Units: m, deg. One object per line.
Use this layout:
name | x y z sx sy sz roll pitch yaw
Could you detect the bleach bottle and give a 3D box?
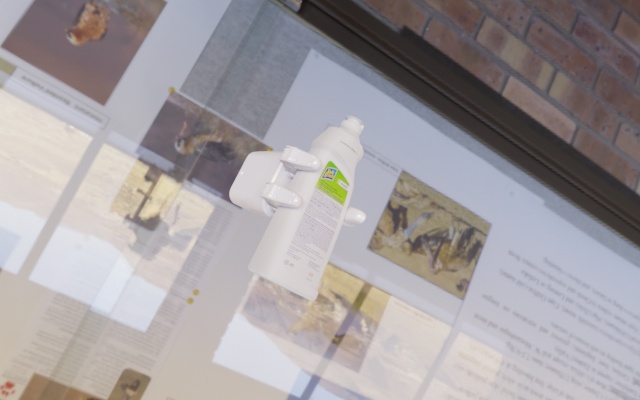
bleach bottle | 0.000 0.002 0.655 0.103 0.250 0.068 35 -15 -39
